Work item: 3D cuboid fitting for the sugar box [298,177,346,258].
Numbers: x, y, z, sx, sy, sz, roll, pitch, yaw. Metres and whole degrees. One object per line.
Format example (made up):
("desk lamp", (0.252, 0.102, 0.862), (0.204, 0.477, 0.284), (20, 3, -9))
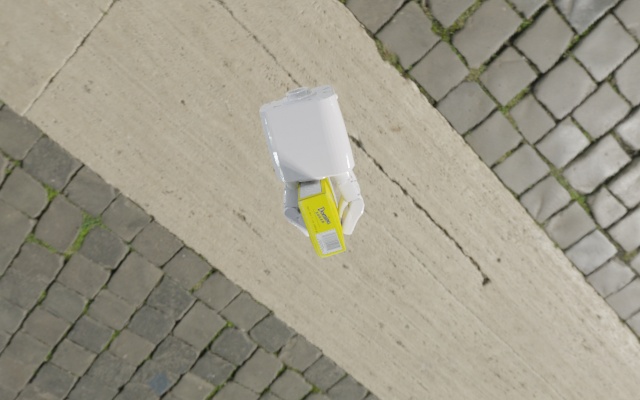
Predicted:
("sugar box", (0.001, 0.002, 0.714), (0.048, 0.093, 0.176), (-16, 22, 7))
